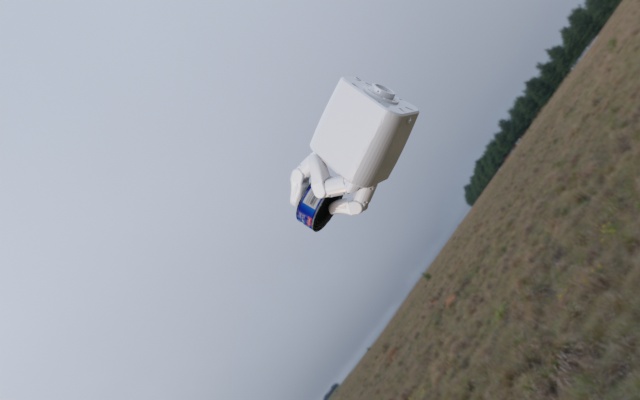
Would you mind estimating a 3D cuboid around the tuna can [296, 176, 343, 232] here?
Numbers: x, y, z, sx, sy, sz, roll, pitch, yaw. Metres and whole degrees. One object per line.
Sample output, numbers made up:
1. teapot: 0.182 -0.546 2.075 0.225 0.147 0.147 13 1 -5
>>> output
1. tuna can: 0.000 0.002 0.720 0.033 0.086 0.086 31 10 17
